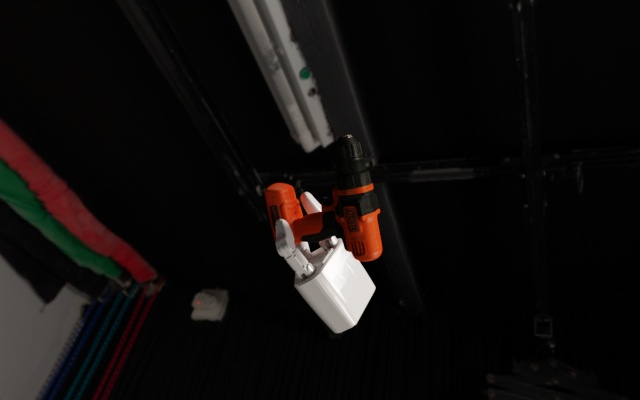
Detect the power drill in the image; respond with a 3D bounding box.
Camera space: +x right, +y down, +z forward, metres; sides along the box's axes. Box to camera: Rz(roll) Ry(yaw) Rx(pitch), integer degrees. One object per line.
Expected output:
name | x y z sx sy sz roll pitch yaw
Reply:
power drill | 0.000 0.003 0.729 0.187 0.184 0.057 -5 8 41
